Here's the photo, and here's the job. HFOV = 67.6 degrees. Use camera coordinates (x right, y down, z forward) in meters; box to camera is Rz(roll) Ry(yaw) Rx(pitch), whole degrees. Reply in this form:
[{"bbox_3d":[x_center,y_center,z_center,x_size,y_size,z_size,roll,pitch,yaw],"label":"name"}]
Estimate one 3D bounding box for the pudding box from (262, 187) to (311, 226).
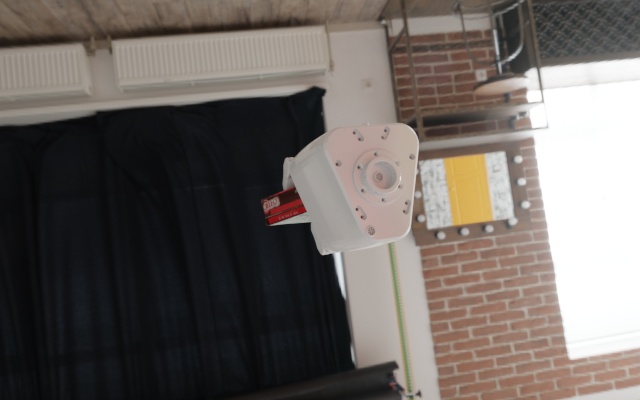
[{"bbox_3d":[0.000,0.002,0.579,0.090,0.039,0.113,-18,-12,43],"label":"pudding box"}]
